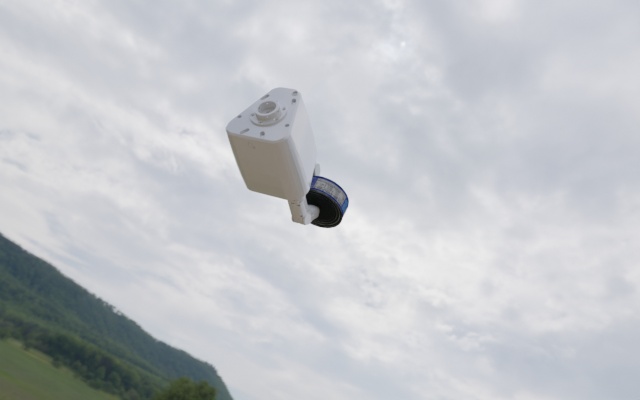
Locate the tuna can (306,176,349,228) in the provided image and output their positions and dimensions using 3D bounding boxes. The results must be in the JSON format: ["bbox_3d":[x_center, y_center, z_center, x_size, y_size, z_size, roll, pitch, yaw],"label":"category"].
[{"bbox_3d":[0.000,0.002,0.745,0.086,0.033,0.086,18,-38,14],"label":"tuna can"}]
